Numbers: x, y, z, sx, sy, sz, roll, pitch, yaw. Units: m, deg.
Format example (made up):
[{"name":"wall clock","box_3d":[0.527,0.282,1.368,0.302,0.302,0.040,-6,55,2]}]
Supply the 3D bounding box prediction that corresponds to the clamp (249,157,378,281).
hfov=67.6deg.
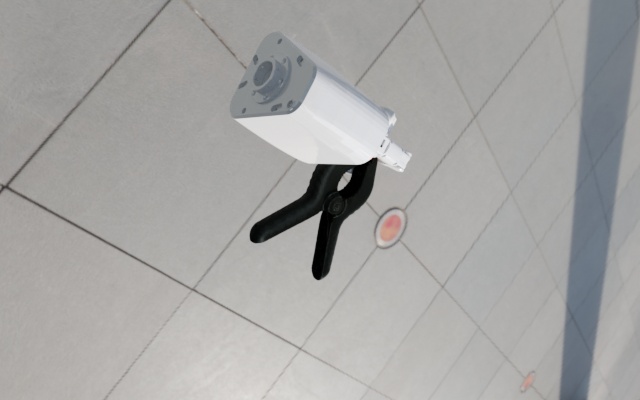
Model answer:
[{"name":"clamp","box_3d":[0.001,0.002,0.529,0.120,0.171,0.039,25,4,-44]}]
